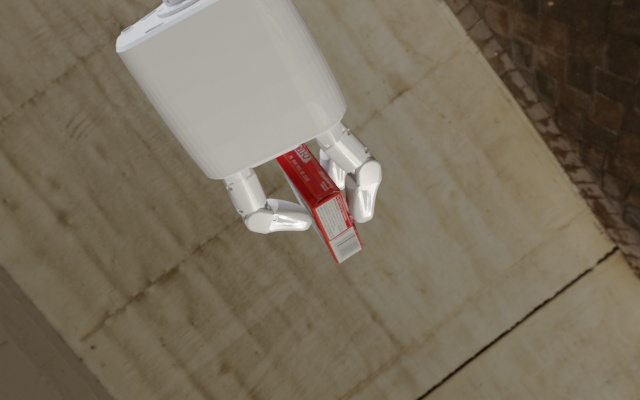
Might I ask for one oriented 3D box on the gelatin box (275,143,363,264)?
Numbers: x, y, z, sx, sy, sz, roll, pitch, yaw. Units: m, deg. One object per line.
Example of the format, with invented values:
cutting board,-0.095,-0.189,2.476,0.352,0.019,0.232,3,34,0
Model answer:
gelatin box,0.000,0.002,0.413,0.030,0.073,0.089,-31,-41,-6
